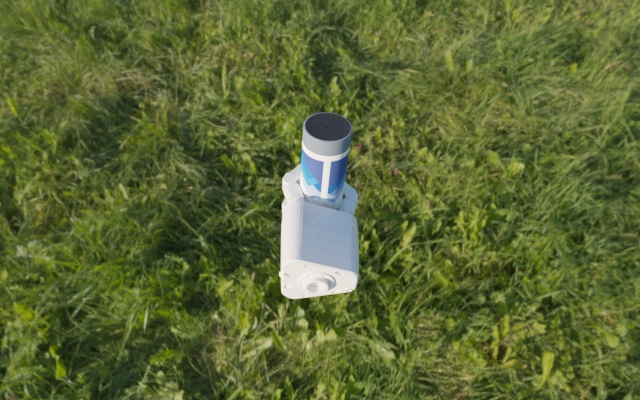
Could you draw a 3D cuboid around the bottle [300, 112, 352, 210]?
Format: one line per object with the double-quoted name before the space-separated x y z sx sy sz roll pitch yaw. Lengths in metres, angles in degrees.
"bottle" 0.000 0.002 0.748 0.069 0.069 0.296 0 -44 -5
